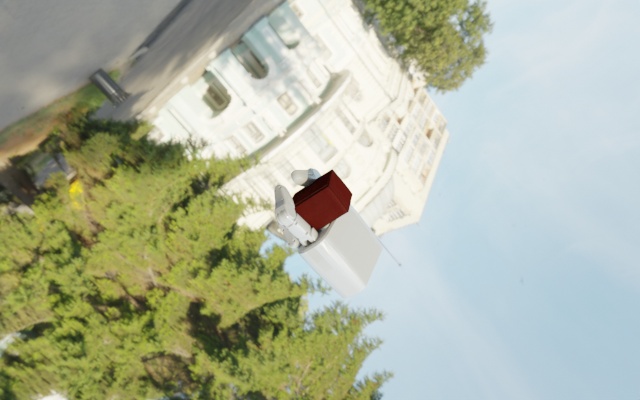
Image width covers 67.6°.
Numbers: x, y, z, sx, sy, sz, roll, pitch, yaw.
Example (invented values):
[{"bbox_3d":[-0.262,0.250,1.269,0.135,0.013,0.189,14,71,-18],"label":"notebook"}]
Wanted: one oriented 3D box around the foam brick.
[{"bbox_3d":[0.000,0.002,0.689,0.078,0.051,0.053,-32,19,26],"label":"foam brick"}]
